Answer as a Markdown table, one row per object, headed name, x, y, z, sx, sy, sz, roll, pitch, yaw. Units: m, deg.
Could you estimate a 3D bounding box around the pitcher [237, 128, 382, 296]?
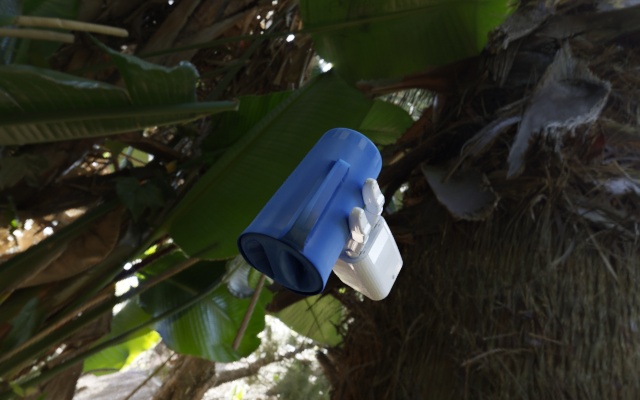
| name | x | y | z | sx | sy | sz | roll | pitch | yaw |
| --- | --- | --- | --- | --- | --- | --- | --- | --- | --- |
| pitcher | 0.000 | 0.002 | 0.691 | 0.149 | 0.242 | 0.145 | 2 | -43 | 38 |
